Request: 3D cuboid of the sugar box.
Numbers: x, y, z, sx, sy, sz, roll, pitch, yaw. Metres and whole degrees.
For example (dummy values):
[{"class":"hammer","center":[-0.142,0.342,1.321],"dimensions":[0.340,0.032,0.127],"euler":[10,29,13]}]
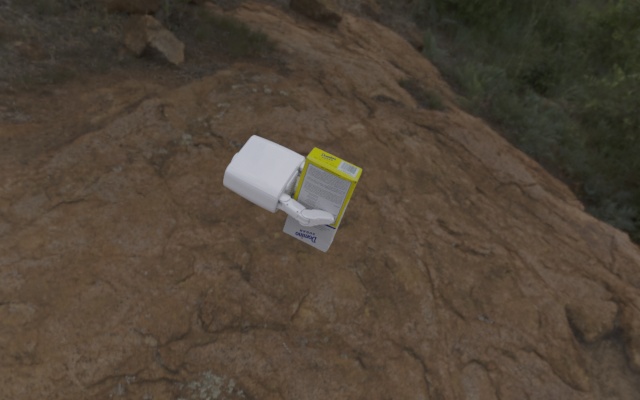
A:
[{"class":"sugar box","center":[0.000,0.002,0.844],"dimensions":[0.093,0.176,0.048],"euler":[26,41,6]}]
